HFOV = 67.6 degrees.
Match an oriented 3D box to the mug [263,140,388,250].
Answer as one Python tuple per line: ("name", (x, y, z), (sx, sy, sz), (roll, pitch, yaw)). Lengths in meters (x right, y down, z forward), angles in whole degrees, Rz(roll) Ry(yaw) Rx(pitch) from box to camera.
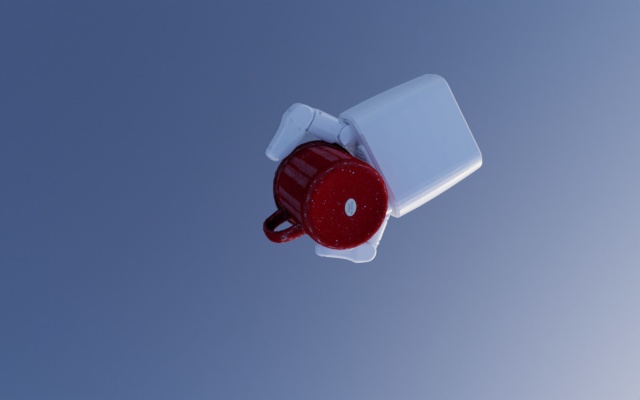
("mug", (-0.001, 0.002, 0.438), (0.117, 0.093, 0.081), (-30, 22, -10))
